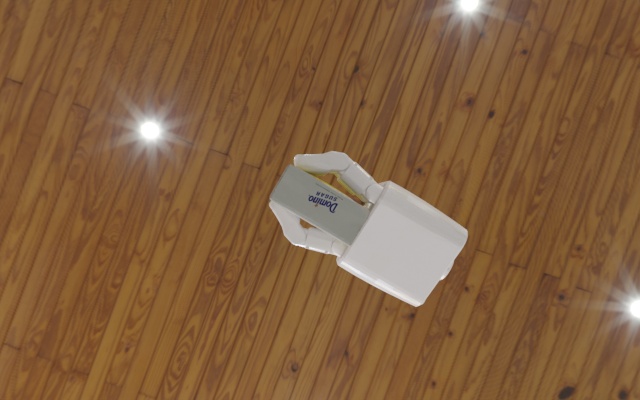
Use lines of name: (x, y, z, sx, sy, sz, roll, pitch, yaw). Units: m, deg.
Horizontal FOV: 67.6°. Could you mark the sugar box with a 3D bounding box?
sugar box: (0.000, 0.001, 0.535, 0.093, 0.048, 0.176, 31, -1, -1)
